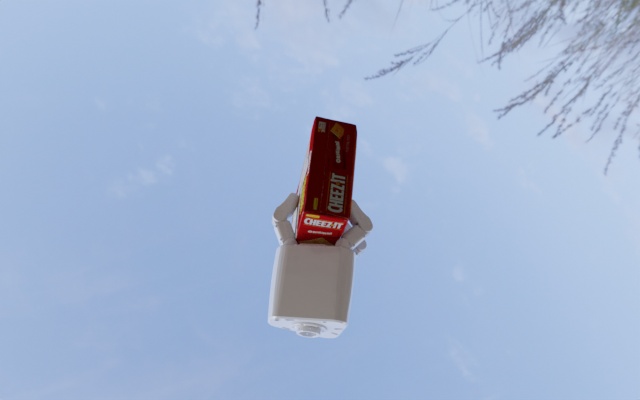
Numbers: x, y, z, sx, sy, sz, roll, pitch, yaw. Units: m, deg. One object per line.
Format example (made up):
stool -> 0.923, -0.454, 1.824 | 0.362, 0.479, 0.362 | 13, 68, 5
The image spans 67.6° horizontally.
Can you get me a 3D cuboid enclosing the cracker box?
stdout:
cracker box -> 0.000, 0.003, 0.747 | 0.072, 0.164, 0.214 | 9, -30, -6
